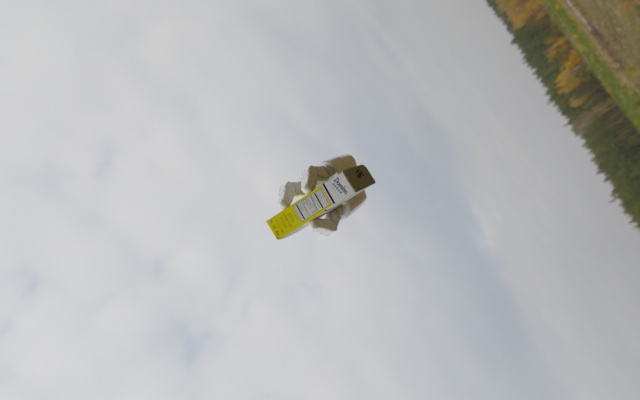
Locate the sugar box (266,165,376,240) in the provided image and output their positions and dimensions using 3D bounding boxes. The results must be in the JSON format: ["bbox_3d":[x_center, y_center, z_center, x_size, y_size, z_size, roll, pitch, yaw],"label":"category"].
[{"bbox_3d":[0.000,0.002,0.810,0.176,0.048,0.093,-35,-6,28],"label":"sugar box"}]
